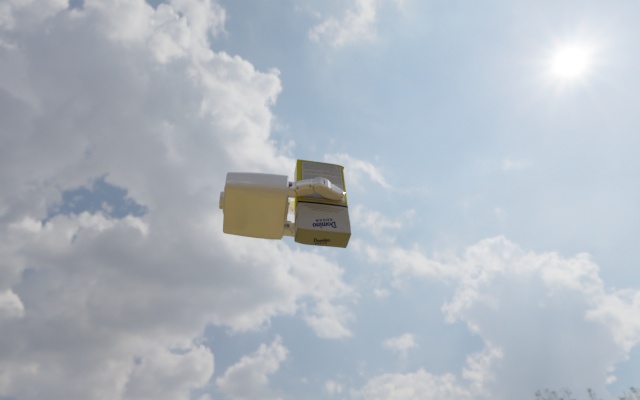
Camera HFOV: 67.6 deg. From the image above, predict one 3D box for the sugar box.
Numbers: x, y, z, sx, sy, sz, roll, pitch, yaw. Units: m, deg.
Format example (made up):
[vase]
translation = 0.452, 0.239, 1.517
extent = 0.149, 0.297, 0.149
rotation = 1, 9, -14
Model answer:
[sugar box]
translation = 0.000, 0.003, 0.851
extent = 0.093, 0.176, 0.048
rotation = 7, -44, -9
